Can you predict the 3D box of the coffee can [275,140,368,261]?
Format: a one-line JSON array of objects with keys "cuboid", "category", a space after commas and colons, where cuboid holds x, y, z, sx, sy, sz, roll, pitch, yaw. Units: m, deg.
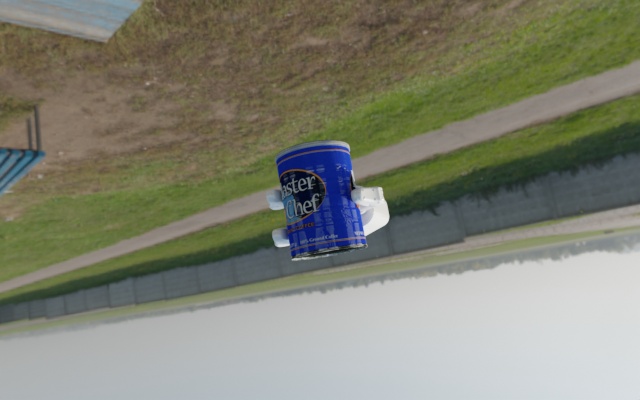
[{"cuboid": [0.000, 0.002, 0.638, 0.103, 0.140, 0.103, -9, -10, -2], "category": "coffee can"}]
